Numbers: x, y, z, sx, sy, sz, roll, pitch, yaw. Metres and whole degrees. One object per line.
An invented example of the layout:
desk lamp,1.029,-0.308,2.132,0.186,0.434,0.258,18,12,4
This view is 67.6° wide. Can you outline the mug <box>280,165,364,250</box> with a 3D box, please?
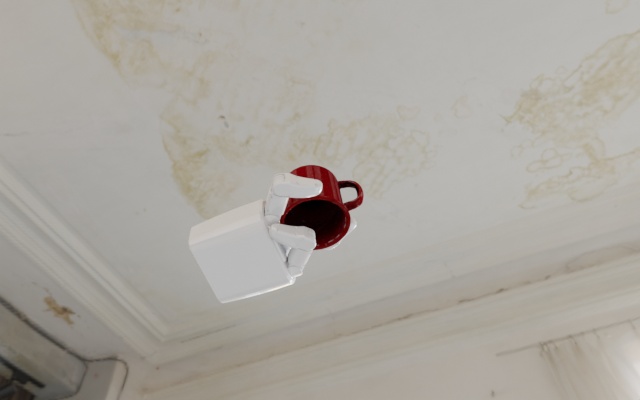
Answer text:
mug,0.001,0.001,0.640,0.117,0.093,0.081,-19,39,8
